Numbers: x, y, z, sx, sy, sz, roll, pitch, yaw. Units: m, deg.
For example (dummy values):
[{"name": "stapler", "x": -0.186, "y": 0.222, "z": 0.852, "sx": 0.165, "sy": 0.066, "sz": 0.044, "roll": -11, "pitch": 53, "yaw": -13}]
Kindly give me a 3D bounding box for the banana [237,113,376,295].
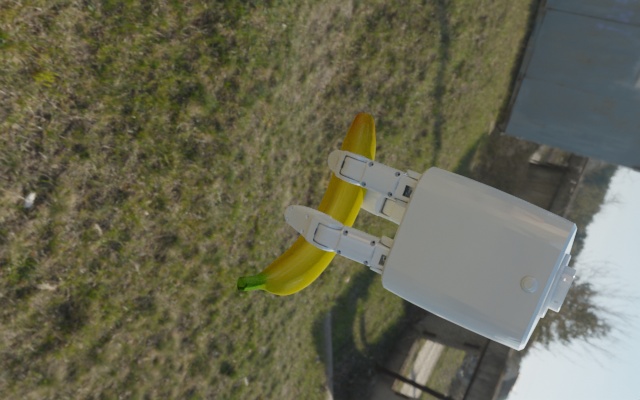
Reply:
[{"name": "banana", "x": 0.005, "y": 0.013, "z": 0.441, "sx": 0.037, "sy": 0.197, "sz": 0.070, "roll": 25, "pitch": -16, "yaw": 34}]
